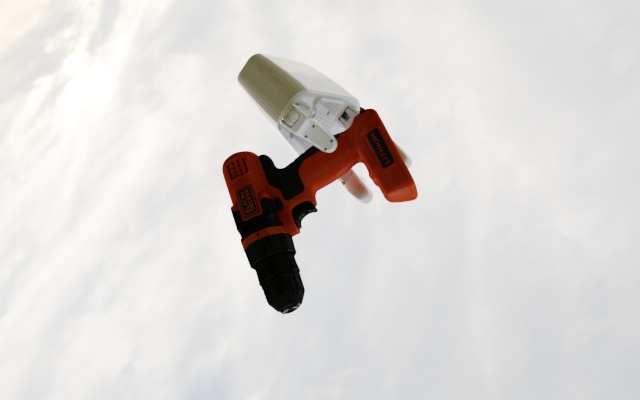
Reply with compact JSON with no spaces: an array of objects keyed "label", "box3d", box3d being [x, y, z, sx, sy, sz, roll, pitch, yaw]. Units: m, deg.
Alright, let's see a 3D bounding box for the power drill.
[{"label":"power drill","box3d":[0.000,0.001,0.493,0.187,0.184,0.057,-24,-21,5]}]
